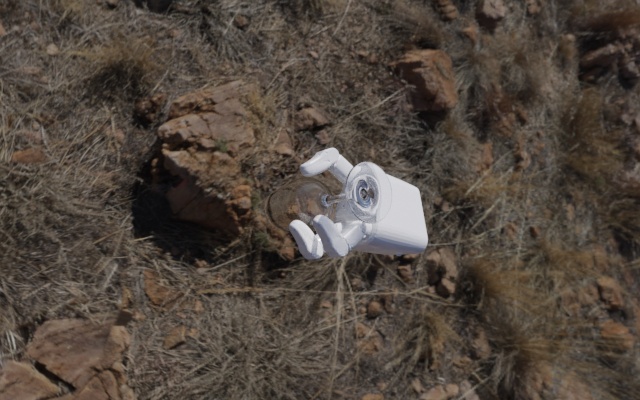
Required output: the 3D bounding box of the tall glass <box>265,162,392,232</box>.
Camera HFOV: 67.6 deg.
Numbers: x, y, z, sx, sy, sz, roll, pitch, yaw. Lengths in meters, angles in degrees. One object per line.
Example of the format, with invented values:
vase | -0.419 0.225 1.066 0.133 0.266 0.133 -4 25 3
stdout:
tall glass | 0.000 0.002 0.645 0.079 0.079 0.201 0 -7 -37
